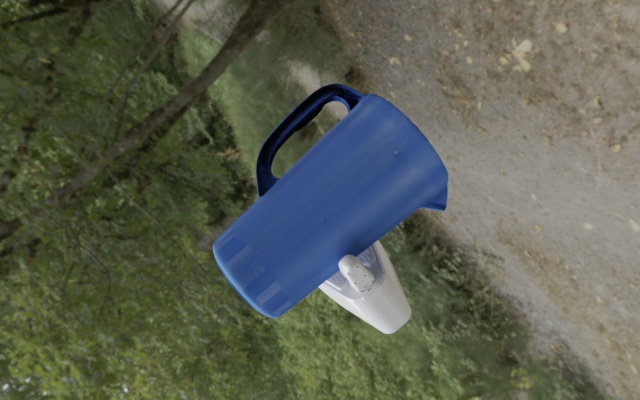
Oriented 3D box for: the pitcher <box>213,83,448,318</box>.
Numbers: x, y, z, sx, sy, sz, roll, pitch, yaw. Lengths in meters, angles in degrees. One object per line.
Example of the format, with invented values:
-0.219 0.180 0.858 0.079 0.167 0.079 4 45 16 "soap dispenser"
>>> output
0.000 0.002 0.517 0.149 0.243 0.145 47 -3 46 "pitcher"
